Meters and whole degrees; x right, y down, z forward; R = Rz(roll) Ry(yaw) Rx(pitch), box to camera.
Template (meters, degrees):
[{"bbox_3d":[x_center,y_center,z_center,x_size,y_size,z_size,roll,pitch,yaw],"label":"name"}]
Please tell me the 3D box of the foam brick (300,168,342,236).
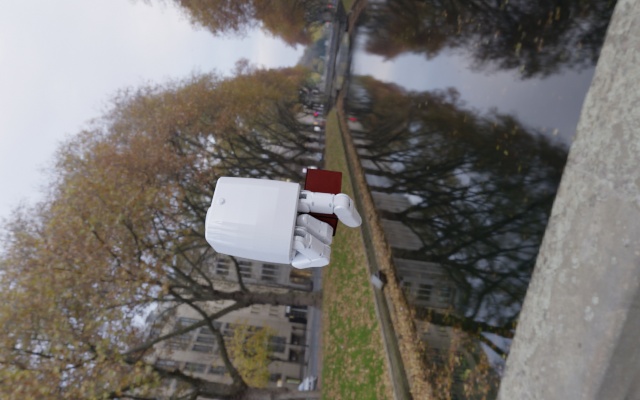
[{"bbox_3d":[0.000,0.002,0.660,0.051,0.078,0.053,7,-33,-1],"label":"foam brick"}]
